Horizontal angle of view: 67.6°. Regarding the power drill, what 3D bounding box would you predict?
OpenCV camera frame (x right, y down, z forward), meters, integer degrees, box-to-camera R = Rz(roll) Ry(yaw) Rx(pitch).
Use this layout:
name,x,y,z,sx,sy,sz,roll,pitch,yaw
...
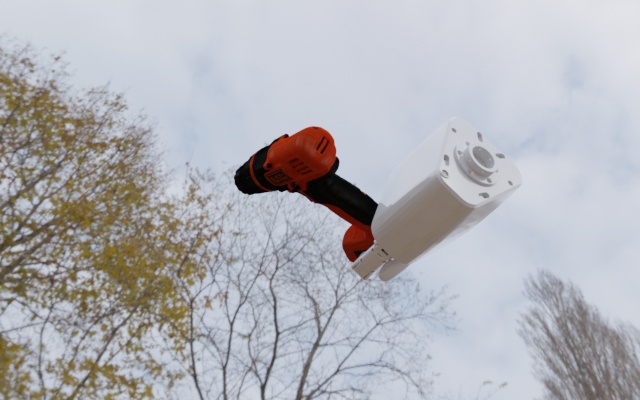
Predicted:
name,x,y,z,sx,sy,sz,roll,pitch,yaw
power drill,0.001,0.002,0.559,0.188,0.057,0.184,38,-26,-22
